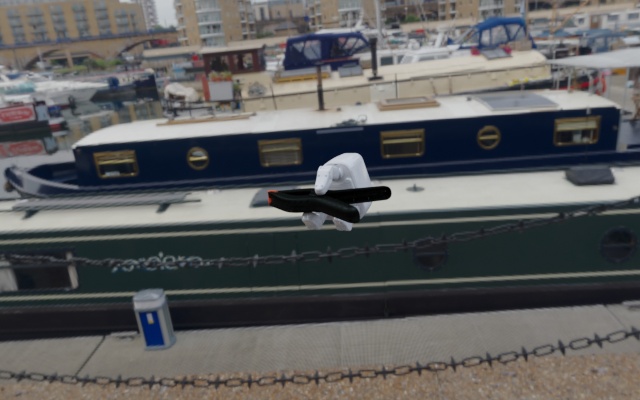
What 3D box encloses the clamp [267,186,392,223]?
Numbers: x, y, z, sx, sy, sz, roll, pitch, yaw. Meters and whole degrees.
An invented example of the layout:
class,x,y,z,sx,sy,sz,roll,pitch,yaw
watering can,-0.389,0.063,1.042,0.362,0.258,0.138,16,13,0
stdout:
class,x,y,z,sx,sy,sz,roll,pitch,yaw
clamp,0.000,0.002,0.794,0.210,0.036,0.164,1,14,19
